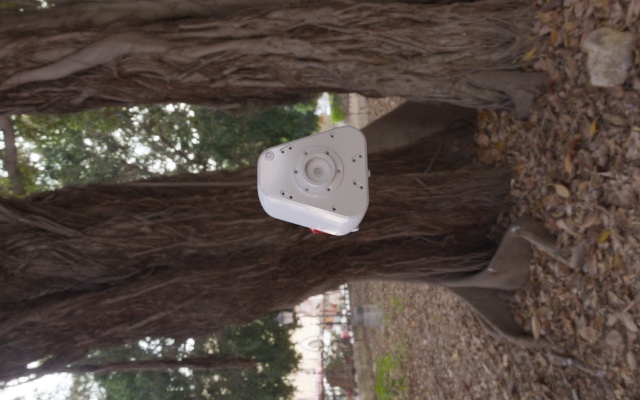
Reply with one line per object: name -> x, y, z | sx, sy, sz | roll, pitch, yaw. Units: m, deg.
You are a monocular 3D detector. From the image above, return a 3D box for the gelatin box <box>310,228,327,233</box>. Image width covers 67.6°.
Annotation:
gelatin box -> 0.000, 0.002, 0.632 | 0.030, 0.073, 0.089 | 0, 3, -7
